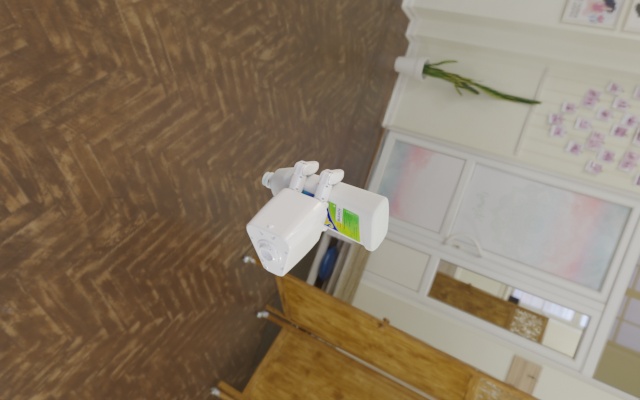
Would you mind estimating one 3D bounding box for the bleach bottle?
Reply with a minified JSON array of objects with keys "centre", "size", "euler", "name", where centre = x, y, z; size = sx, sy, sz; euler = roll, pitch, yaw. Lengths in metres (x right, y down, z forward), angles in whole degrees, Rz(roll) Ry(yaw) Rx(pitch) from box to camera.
[{"centre":[0.000,0.003,0.885],"size":[0.251,0.103,0.068],"euler":[20,46,26],"name":"bleach bottle"}]
